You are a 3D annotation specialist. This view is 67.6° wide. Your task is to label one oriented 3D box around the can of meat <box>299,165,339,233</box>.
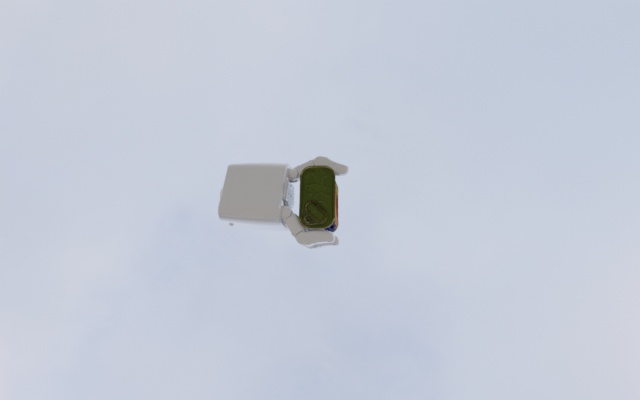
[{"bbox_3d":[0.000,0.003,0.789,0.057,0.102,0.084,-1,-13,8],"label":"can of meat"}]
